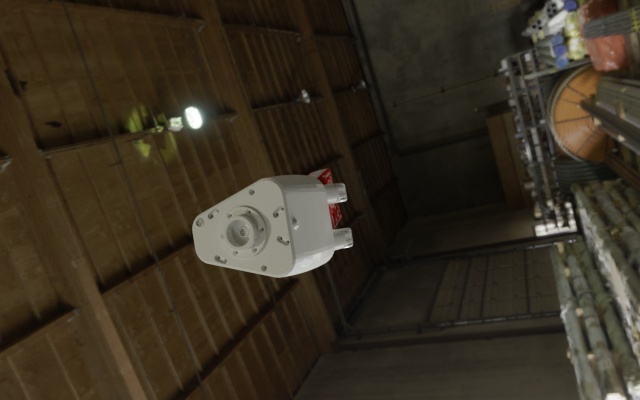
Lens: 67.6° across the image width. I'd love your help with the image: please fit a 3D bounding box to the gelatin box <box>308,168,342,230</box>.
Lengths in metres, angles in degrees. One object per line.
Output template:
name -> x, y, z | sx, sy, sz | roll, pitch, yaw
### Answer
gelatin box -> 0.000, 0.002, 0.627 | 0.030, 0.073, 0.089 | -13, 10, 15
